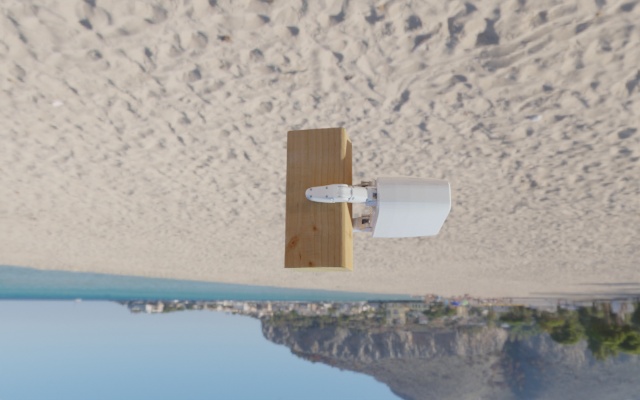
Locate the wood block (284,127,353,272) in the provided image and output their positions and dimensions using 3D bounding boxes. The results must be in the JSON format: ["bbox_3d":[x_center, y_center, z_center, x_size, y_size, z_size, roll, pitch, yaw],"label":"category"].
[{"bbox_3d":[0.000,0.002,0.730,0.090,0.206,0.091,-2,-12,11],"label":"wood block"}]
